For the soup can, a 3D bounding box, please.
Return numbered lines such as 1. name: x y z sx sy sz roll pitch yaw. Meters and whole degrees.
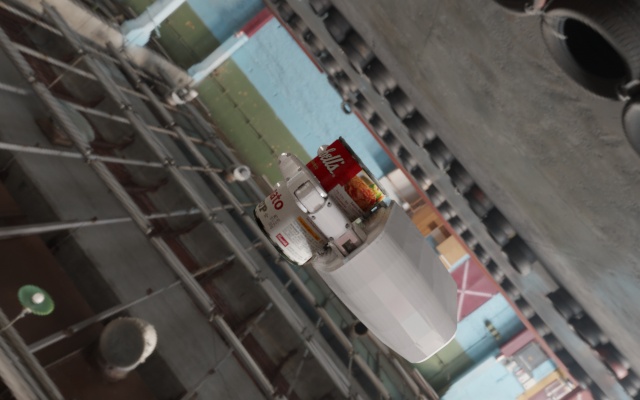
1. soup can: 0.000 0.001 0.422 0.102 0.068 0.068 -39 -5 6
